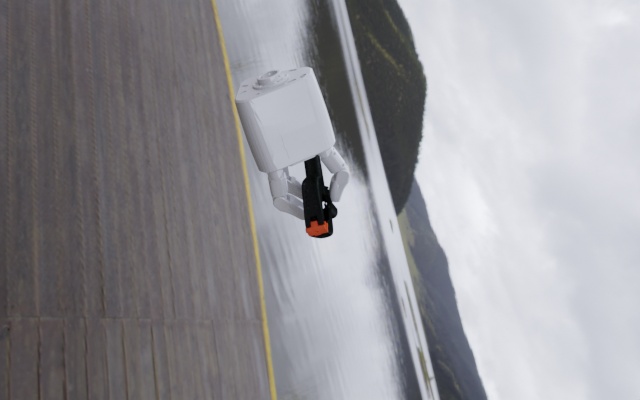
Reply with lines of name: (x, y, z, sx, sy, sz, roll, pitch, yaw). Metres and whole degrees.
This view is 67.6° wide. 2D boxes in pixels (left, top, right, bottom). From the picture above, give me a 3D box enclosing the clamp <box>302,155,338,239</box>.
clamp: (0.001, 0.002, 0.724, 0.036, 0.165, 0.209, -14, 32, 8)
